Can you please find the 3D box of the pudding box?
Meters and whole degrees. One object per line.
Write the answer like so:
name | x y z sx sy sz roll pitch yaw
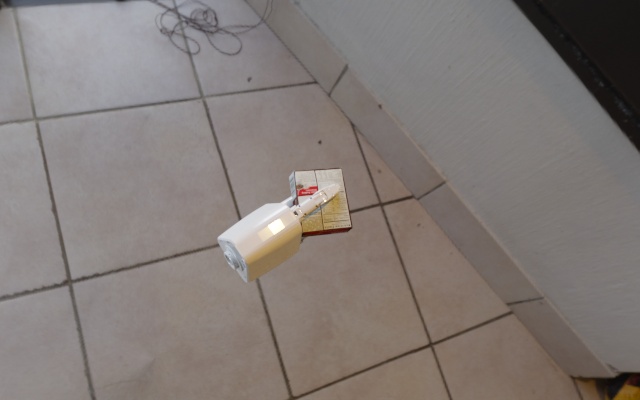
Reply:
pudding box | 0.000 0.003 0.813 0.090 0.113 0.039 -4 -14 -16
